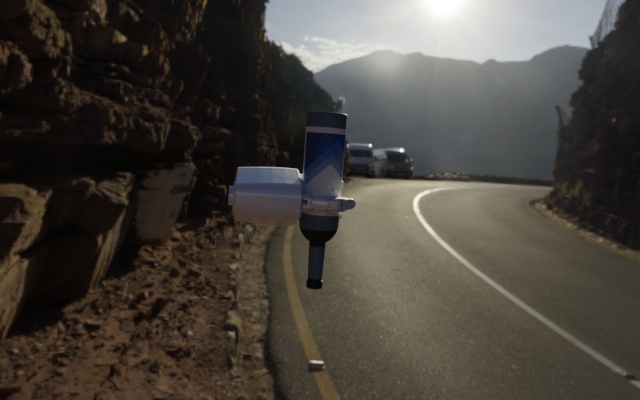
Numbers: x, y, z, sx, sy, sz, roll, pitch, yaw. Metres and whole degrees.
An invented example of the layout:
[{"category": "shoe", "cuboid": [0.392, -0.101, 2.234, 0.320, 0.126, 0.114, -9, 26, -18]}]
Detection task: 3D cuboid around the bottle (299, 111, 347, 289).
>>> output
[{"category": "bottle", "cuboid": [0.000, 0.002, 0.802, 0.069, 0.296, 0.069, 4, 6, 0]}]
